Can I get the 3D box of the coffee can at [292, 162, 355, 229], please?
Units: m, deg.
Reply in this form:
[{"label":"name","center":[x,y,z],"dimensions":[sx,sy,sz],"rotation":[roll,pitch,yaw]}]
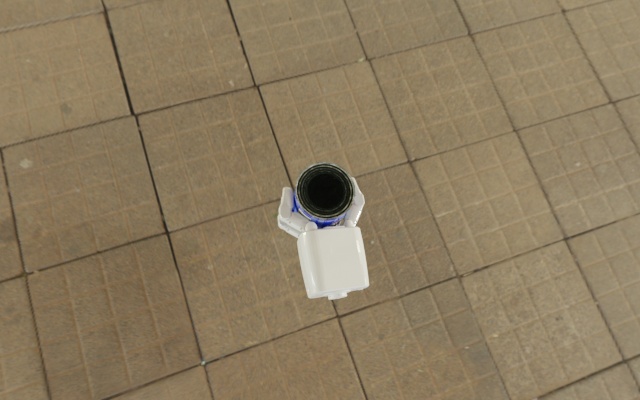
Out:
[{"label":"coffee can","center":[0.000,0.003,0.866],"dimensions":[0.103,0.102,0.140],"rotation":[0,-17,-7]}]
